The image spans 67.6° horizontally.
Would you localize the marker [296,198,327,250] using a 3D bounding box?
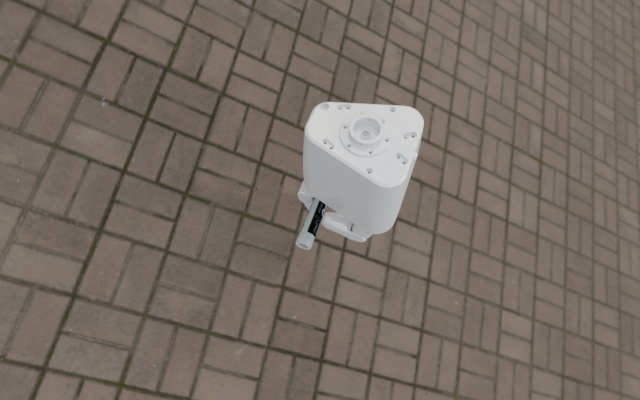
[{"bbox_3d":[0.000,0.002,0.577,0.020,0.121,0.020,18,-24,8],"label":"marker"}]
